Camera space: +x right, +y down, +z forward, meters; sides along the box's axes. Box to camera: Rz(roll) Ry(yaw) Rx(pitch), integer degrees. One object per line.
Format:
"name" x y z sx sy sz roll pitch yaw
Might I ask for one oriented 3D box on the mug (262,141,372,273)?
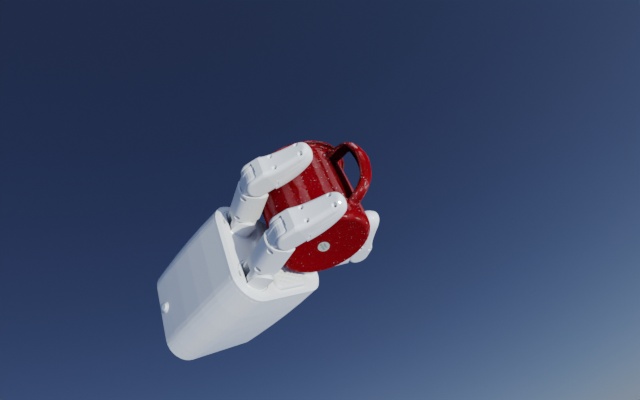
"mug" 0.001 0.001 0.414 0.093 0.081 0.117 20 -55 -45
